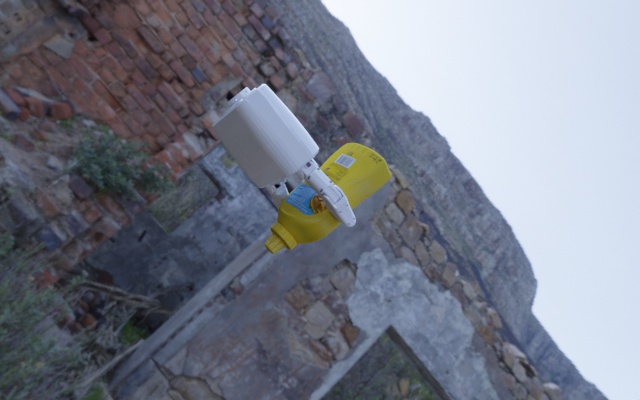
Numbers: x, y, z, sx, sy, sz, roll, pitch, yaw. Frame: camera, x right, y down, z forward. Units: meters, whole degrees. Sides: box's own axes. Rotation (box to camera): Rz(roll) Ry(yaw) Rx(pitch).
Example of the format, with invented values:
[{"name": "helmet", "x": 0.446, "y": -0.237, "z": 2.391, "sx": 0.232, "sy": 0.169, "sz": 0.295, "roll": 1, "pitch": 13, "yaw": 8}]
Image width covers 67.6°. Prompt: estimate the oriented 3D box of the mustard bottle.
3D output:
[{"name": "mustard bottle", "x": 0.000, "y": 0.002, "z": 0.652, "sx": 0.191, "sy": 0.058, "sz": 0.096, "roll": -42, "pitch": 39, "yaw": -14}]
